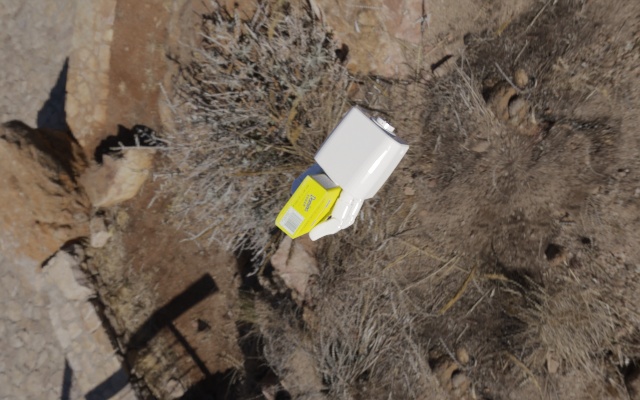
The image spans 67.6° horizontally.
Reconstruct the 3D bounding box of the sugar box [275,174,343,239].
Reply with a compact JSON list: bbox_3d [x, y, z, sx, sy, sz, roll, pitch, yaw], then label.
[{"bbox_3d":[0.001,0.003,0.774,0.048,0.093,0.176,41,18,14],"label":"sugar box"}]
